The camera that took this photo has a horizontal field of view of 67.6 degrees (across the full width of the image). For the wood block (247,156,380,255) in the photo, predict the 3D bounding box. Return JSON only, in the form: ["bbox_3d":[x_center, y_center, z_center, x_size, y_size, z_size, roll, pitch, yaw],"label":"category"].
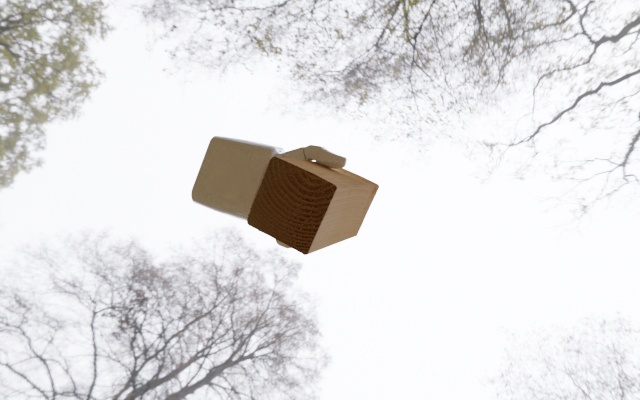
[{"bbox_3d":[0.000,0.002,0.644,0.090,0.091,0.206,26,11,17],"label":"wood block"}]
